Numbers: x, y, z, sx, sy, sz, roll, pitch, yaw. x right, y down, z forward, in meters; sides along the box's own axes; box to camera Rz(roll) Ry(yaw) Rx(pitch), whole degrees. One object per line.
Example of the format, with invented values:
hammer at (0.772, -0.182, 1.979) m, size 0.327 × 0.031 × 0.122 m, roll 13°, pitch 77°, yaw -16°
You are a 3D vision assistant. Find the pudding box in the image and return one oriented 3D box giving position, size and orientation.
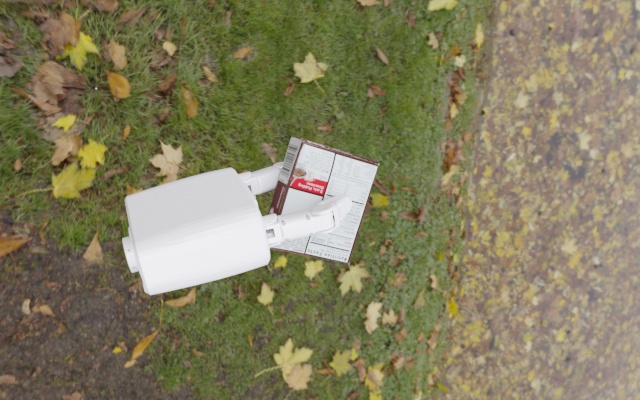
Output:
pudding box at (0.000, 0.002, 0.485) m, size 0.090 × 0.113 × 0.039 m, roll 15°, pitch 8°, yaw -23°
